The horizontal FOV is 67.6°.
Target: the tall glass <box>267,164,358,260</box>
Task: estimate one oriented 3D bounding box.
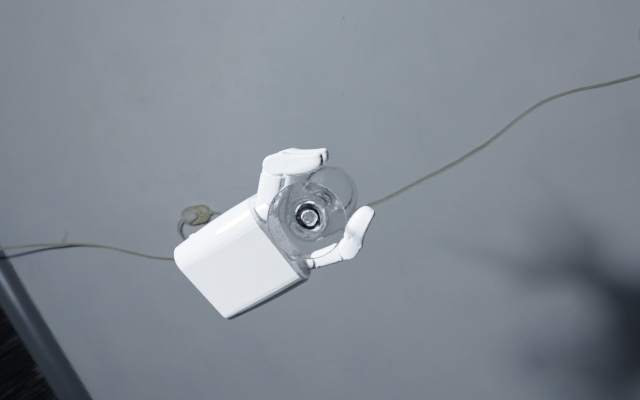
[{"bbox_3d":[0.000,0.002,0.534,0.079,0.079,0.201,0,10,8],"label":"tall glass"}]
